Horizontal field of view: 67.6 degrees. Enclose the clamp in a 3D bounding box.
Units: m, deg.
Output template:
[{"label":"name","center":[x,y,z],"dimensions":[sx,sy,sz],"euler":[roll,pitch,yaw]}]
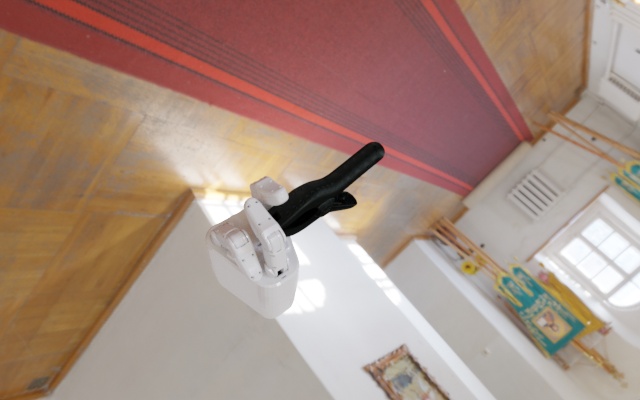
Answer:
[{"label":"clamp","center":[0.000,0.002,0.575],"dimensions":[0.171,0.039,0.120],"euler":[-30,-27,-23]}]
